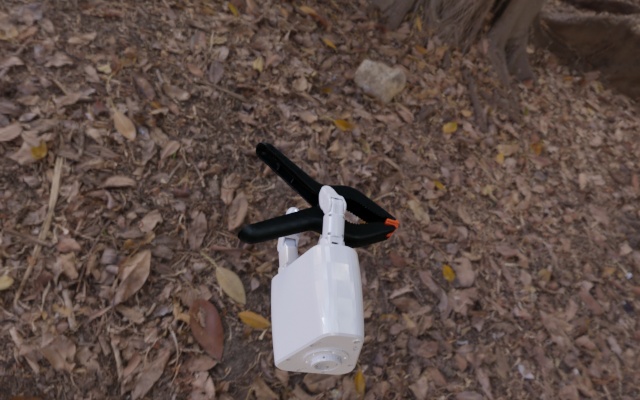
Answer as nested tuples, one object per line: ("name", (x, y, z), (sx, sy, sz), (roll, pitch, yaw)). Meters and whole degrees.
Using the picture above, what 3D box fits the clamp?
("clamp", (0.001, 0.002, 0.616), (0.210, 0.164, 0.036), (12, -43, -19))
